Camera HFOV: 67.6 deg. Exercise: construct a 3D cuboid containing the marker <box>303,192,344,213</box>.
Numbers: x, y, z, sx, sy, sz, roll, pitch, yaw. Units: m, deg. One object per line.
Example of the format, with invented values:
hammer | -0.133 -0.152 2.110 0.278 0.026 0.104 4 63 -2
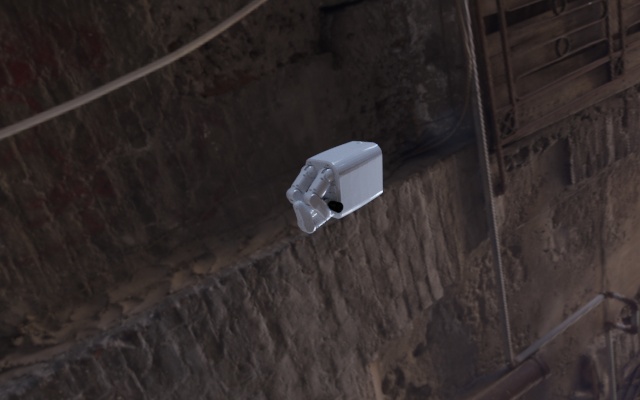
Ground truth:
marker | 0.000 0.003 0.836 0.020 0.020 0.121 0 9 -35
